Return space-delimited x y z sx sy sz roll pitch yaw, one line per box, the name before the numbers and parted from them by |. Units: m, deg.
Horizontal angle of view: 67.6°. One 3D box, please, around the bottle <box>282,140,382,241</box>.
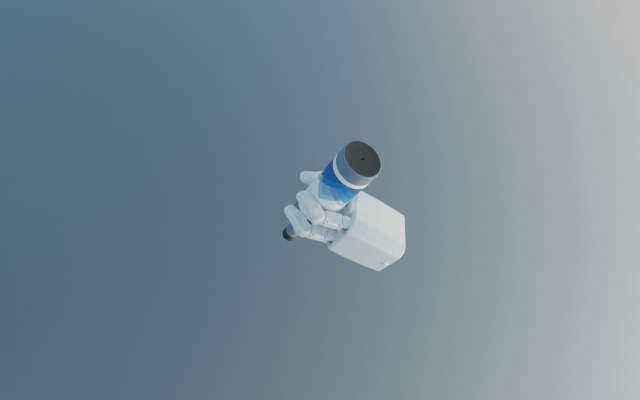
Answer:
bottle | 0.000 0.003 0.827 0.069 0.069 0.296 0 -26 -28
